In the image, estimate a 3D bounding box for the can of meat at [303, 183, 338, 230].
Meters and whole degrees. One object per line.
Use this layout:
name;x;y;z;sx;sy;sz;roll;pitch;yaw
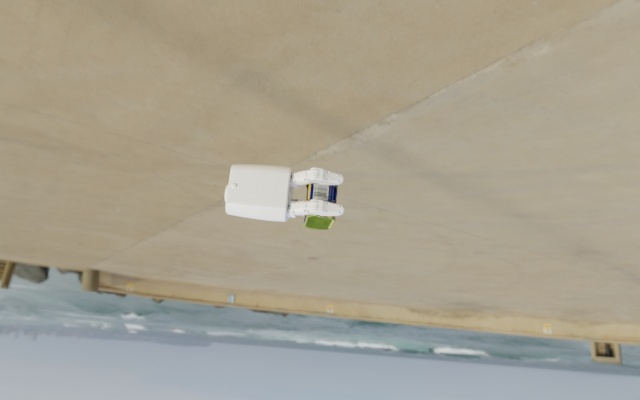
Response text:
can of meat;0.000;0.003;0.872;0.057;0.084;0.102;6;-17;-4
